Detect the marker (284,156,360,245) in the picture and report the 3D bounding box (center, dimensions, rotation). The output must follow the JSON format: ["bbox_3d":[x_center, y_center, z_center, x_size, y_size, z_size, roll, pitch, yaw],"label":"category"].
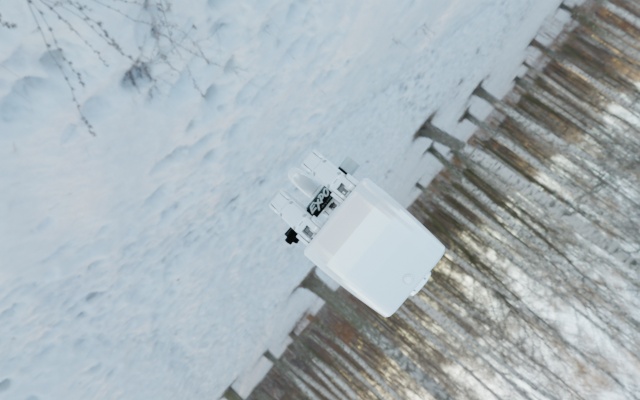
[{"bbox_3d":[0.000,0.002,0.544,0.020,0.121,0.020,39,6,-5],"label":"marker"}]
